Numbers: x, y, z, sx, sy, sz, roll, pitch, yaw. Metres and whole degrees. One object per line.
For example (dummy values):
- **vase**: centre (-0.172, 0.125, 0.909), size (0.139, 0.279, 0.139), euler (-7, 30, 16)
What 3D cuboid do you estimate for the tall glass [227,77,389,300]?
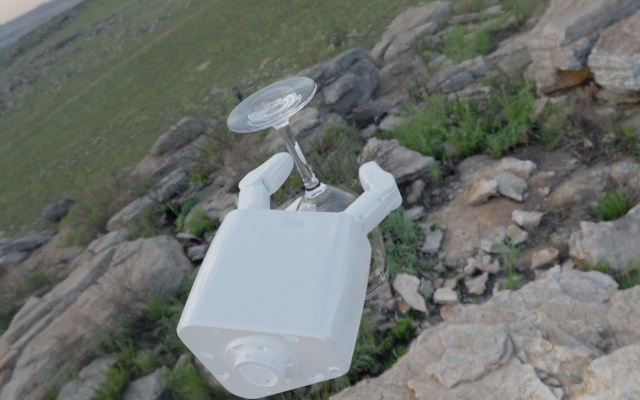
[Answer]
- **tall glass**: centre (0.000, 0.001, 0.413), size (0.079, 0.201, 0.079), euler (-18, 34, 13)
